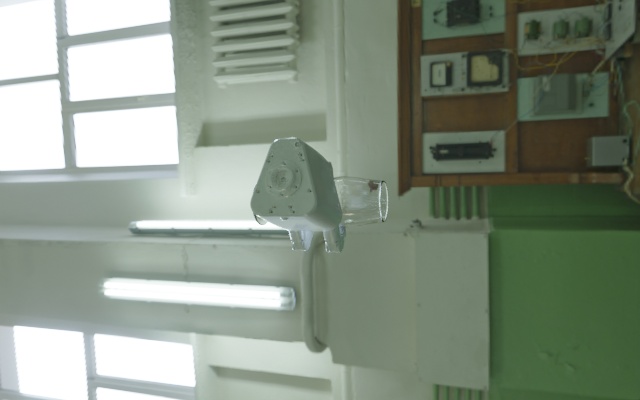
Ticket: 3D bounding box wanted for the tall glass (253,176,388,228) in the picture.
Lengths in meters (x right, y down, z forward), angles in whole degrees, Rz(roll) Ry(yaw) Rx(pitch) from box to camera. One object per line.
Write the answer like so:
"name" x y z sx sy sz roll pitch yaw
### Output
"tall glass" 0.000 0.002 0.738 0.201 0.079 0.079 -1 0 18
